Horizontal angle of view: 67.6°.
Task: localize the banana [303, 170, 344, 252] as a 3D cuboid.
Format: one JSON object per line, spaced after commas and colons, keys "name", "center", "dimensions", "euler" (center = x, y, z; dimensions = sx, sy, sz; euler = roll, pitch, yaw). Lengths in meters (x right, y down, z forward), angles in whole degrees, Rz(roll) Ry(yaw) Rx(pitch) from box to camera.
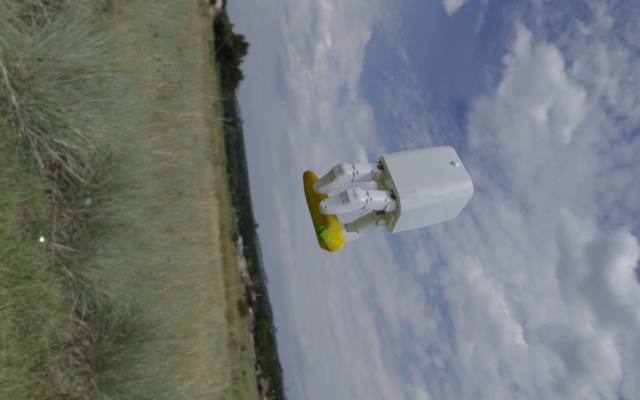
{"name": "banana", "center": [0.004, 0.020, 0.678], "dimensions": [0.037, 0.070, 0.197], "euler": [-14, 26, -3]}
